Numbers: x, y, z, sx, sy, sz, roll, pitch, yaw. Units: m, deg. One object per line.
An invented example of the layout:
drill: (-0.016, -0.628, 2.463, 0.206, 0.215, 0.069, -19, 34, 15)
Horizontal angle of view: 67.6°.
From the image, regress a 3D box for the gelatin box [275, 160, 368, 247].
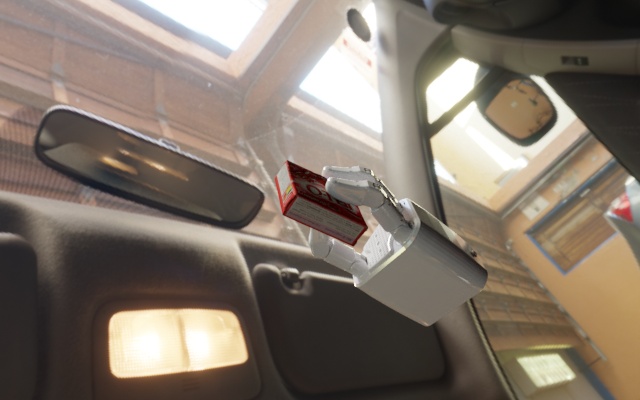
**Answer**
gelatin box: (0.000, 0.002, 0.494, 0.089, 0.030, 0.073, 25, 23, -24)
